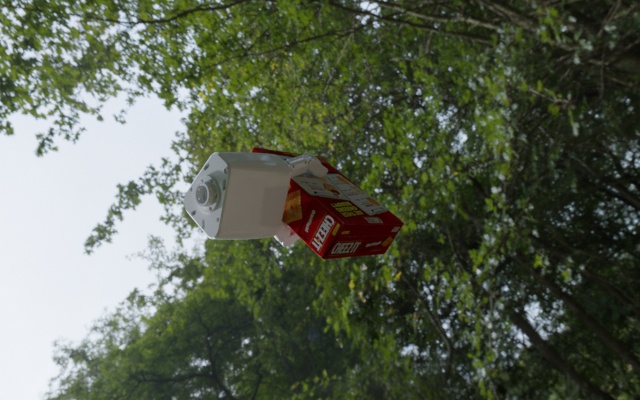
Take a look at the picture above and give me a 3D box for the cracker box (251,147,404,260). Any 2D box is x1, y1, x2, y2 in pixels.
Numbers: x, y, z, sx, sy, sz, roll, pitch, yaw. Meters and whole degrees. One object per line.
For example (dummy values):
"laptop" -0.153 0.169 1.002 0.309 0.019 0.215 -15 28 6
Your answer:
"cracker box" 0.000 0.002 0.756 0.164 0.072 0.213 3 32 -50
